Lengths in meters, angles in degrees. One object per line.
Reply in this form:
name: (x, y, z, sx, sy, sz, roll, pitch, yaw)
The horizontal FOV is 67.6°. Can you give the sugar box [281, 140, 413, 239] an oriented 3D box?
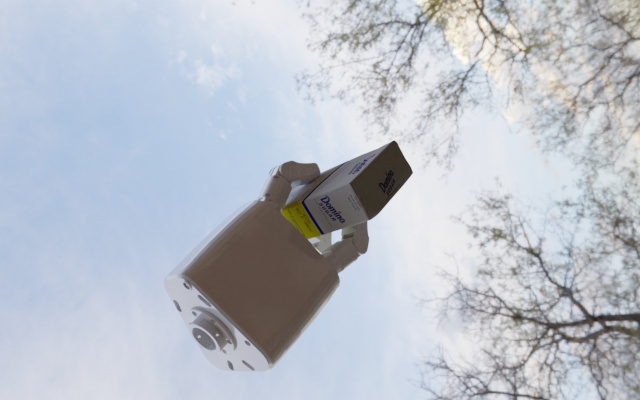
sugar box: (0.000, 0.002, 0.492, 0.176, 0.048, 0.093, -17, 18, 44)
